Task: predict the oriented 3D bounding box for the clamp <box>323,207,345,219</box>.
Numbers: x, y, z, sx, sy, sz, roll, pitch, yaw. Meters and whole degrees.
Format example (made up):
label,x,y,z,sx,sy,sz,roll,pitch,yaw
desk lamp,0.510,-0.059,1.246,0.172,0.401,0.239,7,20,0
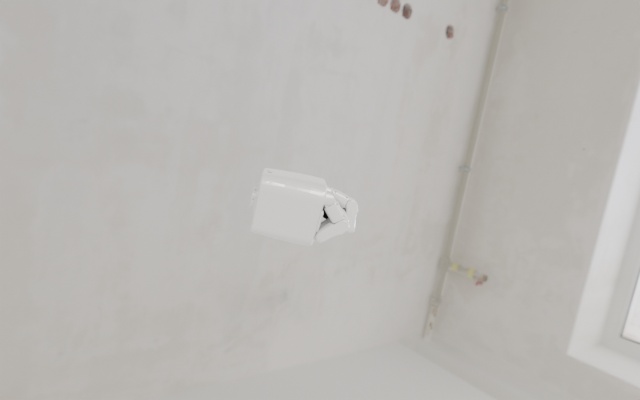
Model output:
label,x,y,z,sx,sy,sz,roll,pitch,yaw
clamp,0.000,0.004,0.894,0.120,0.039,0.171,15,7,-6
